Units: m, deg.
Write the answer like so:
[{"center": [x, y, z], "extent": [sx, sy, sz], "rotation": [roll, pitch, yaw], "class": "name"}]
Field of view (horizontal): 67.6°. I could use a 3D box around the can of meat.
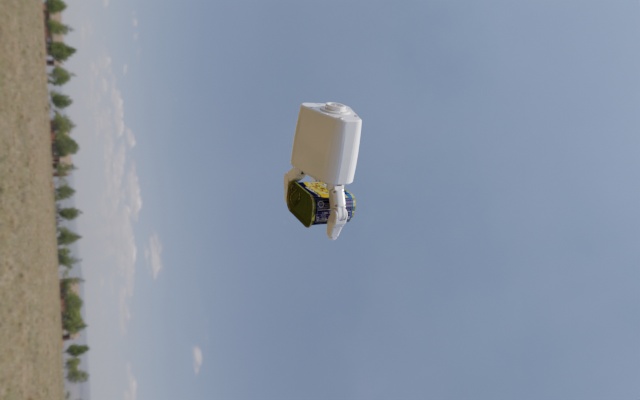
[{"center": [0.000, 0.003, 0.824], "extent": [0.084, 0.057, 0.102], "rotation": [-4, 23, -28], "class": "can of meat"}]
